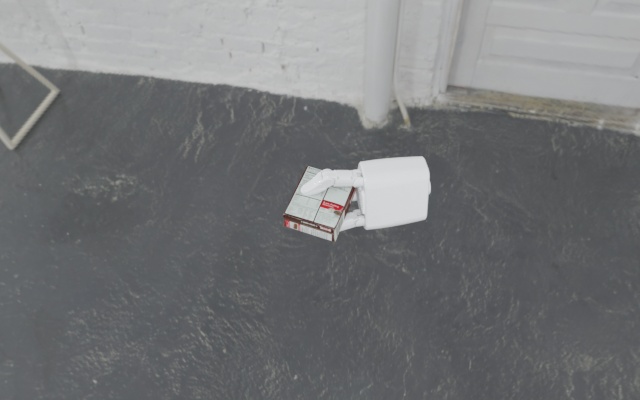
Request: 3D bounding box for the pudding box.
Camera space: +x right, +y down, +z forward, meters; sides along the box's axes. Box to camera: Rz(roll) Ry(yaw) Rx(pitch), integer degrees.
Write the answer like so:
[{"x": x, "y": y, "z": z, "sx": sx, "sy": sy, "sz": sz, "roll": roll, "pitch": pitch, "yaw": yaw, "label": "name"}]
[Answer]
[{"x": 0.000, "y": 0.002, "z": 0.782, "sx": 0.090, "sy": 0.113, "sz": 0.039, "roll": 16, "pitch": -36, "yaw": 12, "label": "pudding box"}]
